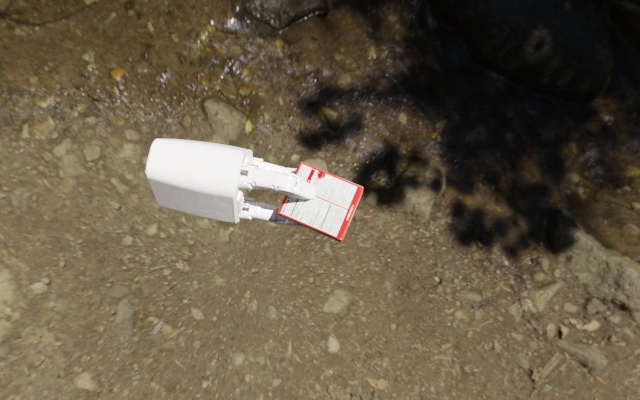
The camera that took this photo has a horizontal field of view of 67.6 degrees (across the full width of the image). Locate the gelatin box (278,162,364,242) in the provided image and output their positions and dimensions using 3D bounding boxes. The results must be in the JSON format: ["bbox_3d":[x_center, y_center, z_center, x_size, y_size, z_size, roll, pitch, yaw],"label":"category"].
[{"bbox_3d":[0.000,0.002,0.606,0.089,0.073,0.030,23,-9,4],"label":"gelatin box"}]
